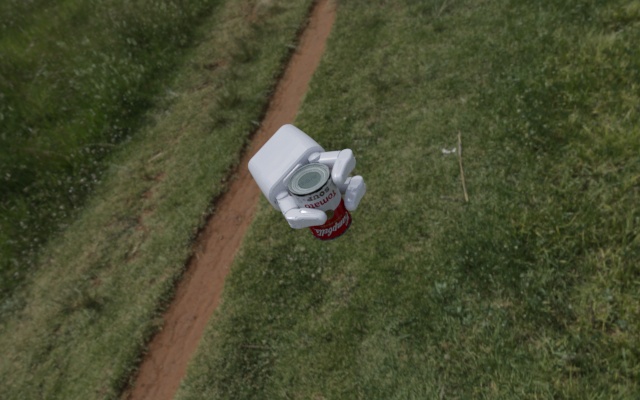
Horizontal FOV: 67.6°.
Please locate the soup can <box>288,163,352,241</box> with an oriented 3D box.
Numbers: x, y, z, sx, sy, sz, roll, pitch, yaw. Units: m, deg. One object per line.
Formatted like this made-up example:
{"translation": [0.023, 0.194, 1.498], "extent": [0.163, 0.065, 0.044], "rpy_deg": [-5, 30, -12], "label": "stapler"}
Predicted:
{"translation": [0.000, 0.002, 0.713], "extent": [0.068, 0.068, 0.102], "rpy_deg": [0, -43, 27], "label": "soup can"}
